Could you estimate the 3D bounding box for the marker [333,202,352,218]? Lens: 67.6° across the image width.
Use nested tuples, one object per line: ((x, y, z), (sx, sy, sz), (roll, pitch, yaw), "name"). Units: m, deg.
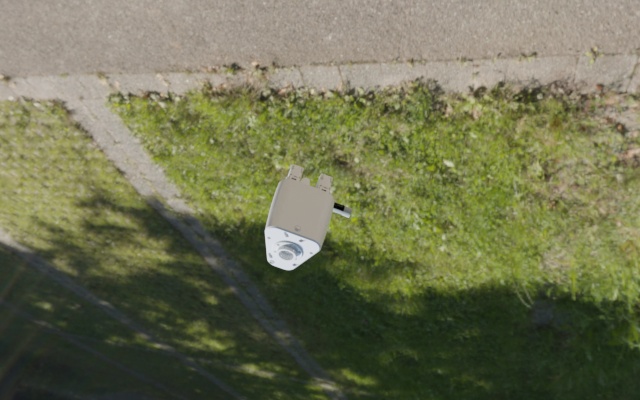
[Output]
((0.000, 0.003, 0.889), (0.121, 0.020, 0.020), (21, -2, -6), "marker")
